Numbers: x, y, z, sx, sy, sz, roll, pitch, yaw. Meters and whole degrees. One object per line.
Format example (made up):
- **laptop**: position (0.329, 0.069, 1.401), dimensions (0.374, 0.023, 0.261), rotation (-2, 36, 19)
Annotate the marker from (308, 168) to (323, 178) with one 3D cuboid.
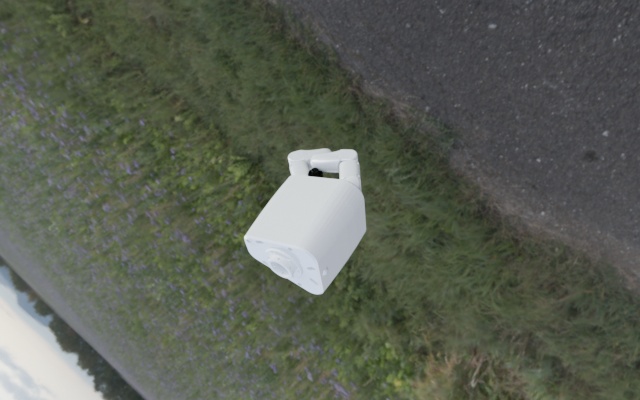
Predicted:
- **marker**: position (0.000, 0.002, 0.639), dimensions (0.020, 0.020, 0.121), rotation (0, -41, 9)
